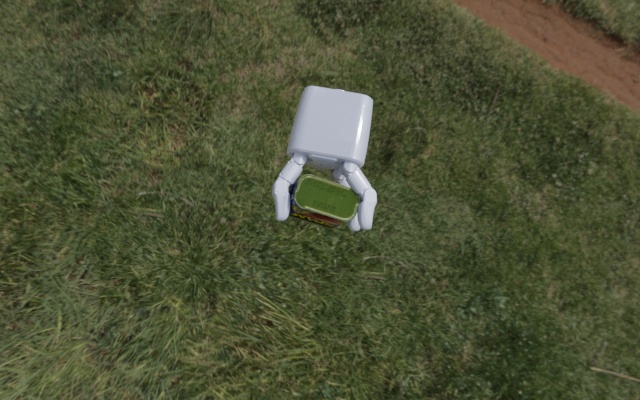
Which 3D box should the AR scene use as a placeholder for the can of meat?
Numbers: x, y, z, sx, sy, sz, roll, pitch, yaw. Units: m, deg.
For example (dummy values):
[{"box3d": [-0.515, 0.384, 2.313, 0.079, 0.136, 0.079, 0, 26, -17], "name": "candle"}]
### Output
[{"box3d": [0.000, 0.002, 0.720, 0.102, 0.057, 0.084, 17, -13, -12], "name": "can of meat"}]
